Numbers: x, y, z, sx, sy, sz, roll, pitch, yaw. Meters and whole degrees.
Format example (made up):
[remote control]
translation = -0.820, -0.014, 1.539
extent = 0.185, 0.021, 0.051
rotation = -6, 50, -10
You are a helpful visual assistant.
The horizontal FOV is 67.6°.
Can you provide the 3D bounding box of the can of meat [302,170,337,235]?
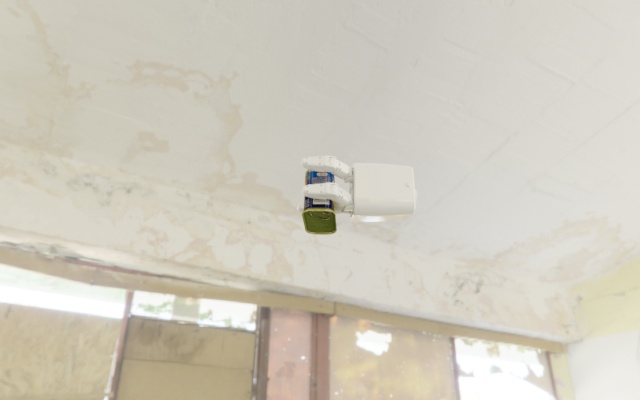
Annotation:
[can of meat]
translation = 0.000, 0.003, 0.849
extent = 0.057, 0.084, 0.102
rotation = 0, -27, 4
